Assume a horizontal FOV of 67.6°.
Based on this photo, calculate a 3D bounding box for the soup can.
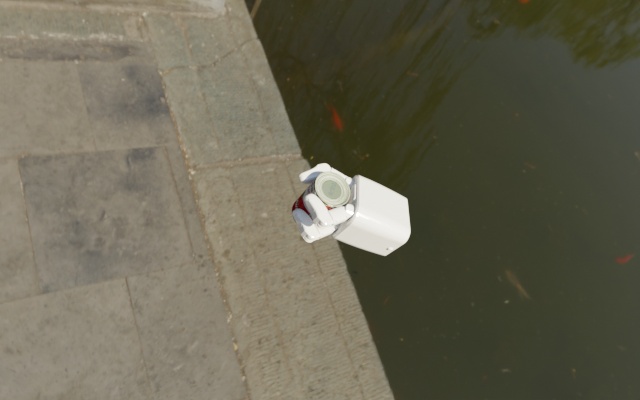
[{"bbox_3d":[0.000,0.002,0.819,0.068,0.068,0.102,0,-25,-26],"label":"soup can"}]
